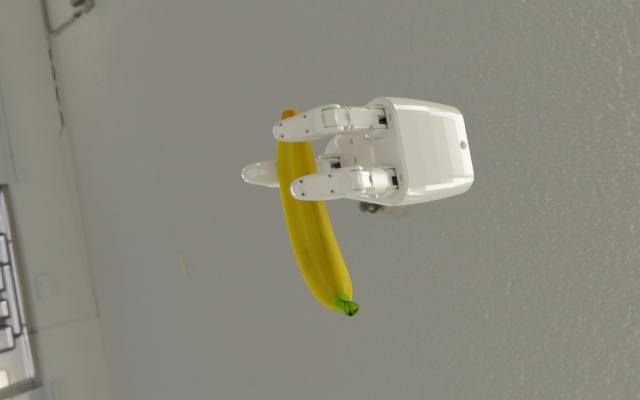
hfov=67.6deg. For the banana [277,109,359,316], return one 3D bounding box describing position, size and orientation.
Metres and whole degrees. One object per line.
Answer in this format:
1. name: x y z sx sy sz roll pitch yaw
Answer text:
1. banana: -0.006 0.014 0.417 0.037 0.197 0.070 -4 -30 -27
